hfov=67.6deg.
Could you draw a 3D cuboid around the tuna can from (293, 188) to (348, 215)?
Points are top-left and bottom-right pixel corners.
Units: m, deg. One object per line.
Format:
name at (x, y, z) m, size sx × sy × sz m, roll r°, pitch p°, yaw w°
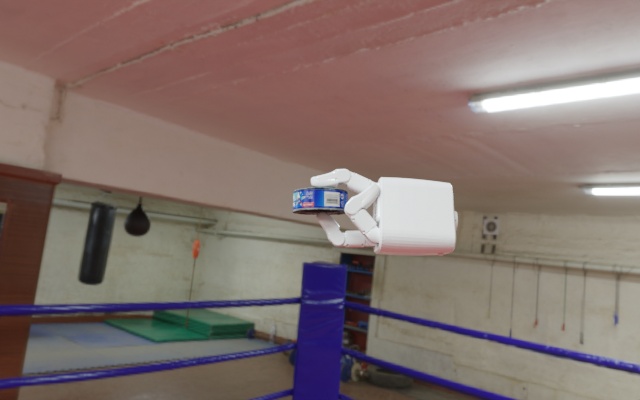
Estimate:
tuna can at (0.000, 0.002, 0.735) m, size 0.086 × 0.033 × 0.086 m, roll 0°, pitch -7°, yaw 0°
